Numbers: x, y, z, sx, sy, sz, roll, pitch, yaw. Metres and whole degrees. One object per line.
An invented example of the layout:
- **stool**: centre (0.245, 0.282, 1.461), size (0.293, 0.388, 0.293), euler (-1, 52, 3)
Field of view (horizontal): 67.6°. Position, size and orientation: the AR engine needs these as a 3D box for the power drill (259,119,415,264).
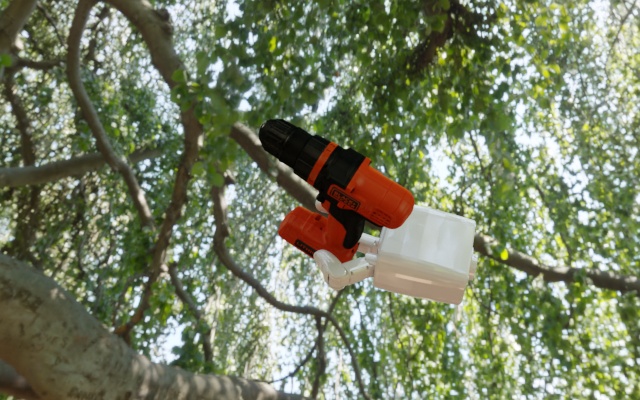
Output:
- **power drill**: centre (0.000, 0.002, 0.566), size (0.184, 0.057, 0.188), euler (33, -30, 6)
